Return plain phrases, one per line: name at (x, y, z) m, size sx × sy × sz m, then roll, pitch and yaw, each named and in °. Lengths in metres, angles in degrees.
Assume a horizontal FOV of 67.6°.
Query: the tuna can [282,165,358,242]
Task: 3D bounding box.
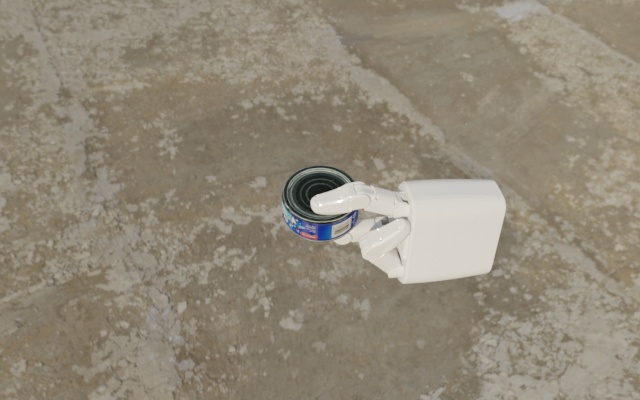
tuna can at (0.000, 0.001, 0.523) m, size 0.086 × 0.086 × 0.034 m, roll 0°, pitch -40°, yaw -2°
